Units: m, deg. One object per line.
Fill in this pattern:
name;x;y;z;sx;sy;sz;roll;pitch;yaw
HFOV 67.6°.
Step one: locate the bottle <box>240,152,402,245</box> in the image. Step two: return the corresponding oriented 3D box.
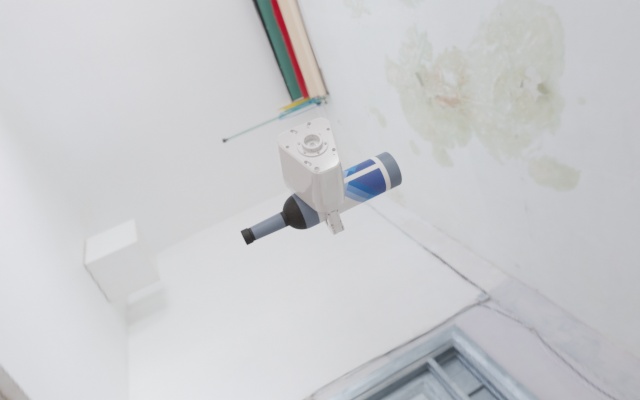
bottle;0.000;0.003;0.838;0.295;0.069;0.069;-25;5;-12
